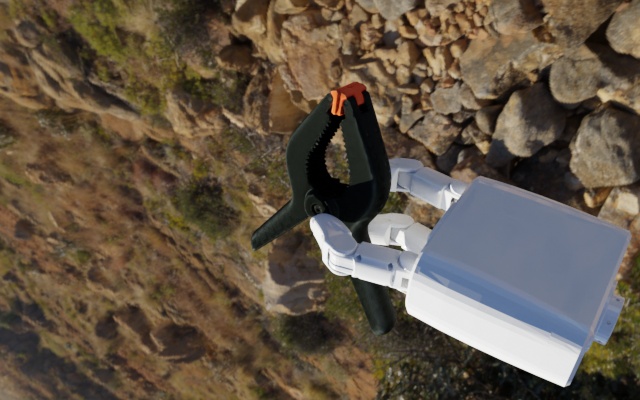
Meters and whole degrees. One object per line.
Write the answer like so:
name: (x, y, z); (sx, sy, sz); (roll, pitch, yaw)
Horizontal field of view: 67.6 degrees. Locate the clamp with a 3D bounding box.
clamp: (0.000, 0.001, 0.401); (0.164, 0.210, 0.036); (23, 37, 30)
